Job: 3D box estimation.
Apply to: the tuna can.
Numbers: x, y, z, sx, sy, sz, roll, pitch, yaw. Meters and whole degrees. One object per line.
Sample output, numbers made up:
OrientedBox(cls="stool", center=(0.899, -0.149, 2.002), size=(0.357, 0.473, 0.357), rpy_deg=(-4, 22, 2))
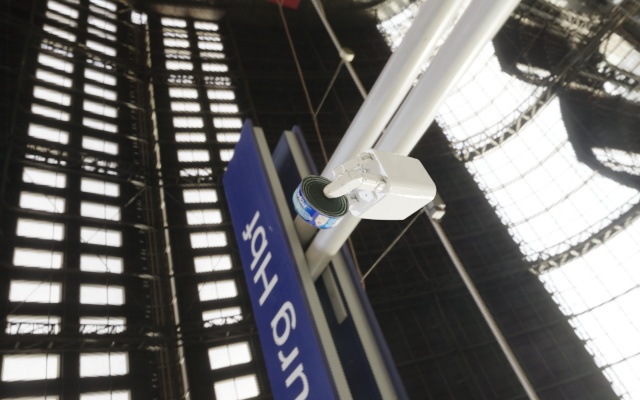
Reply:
OrientedBox(cls="tuna can", center=(0.000, 0.003, 0.742), size=(0.086, 0.086, 0.034), rpy_deg=(0, -40, -40))
